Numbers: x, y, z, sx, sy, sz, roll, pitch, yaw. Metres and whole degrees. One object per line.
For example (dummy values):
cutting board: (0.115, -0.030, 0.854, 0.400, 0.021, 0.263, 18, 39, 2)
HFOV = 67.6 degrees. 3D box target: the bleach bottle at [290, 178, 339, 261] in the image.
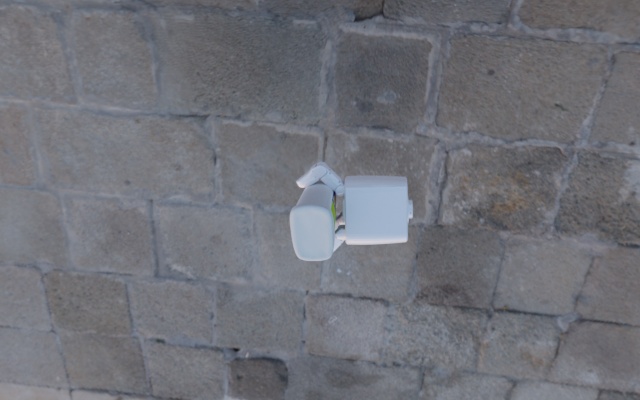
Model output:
bleach bottle: (0.000, 0.003, 0.847, 0.068, 0.103, 0.250, -1, 25, 7)
